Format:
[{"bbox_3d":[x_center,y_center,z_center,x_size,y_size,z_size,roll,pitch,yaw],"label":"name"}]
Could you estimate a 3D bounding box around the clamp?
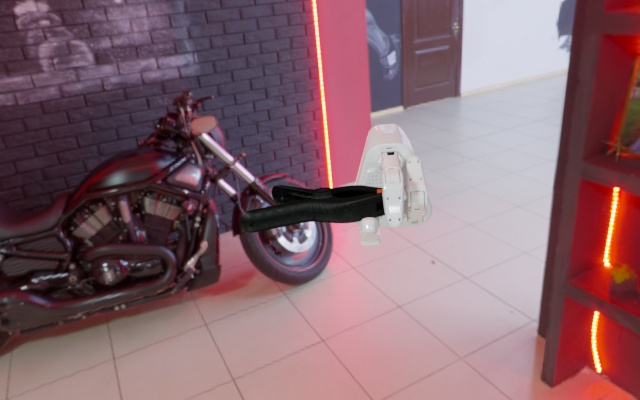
[{"bbox_3d":[0.000,0.001,0.566,0.171,0.039,0.120,-3,24,6],"label":"clamp"}]
